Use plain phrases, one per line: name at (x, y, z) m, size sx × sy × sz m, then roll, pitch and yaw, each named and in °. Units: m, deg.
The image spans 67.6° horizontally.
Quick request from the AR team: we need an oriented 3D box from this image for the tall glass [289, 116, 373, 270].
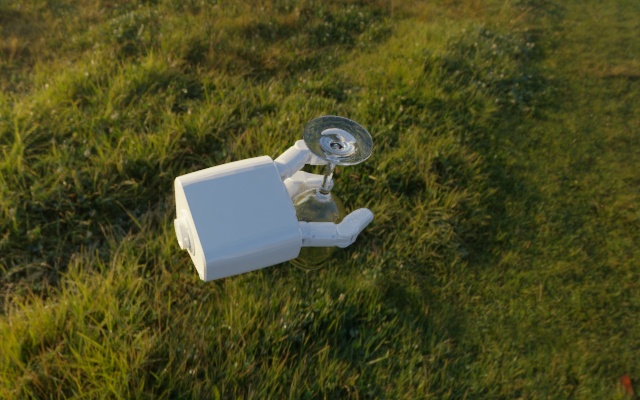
tall glass at (0.000, 0.001, 0.563) m, size 0.079 × 0.079 × 0.201 m, roll 0°, pitch -41°, yaw -14°
